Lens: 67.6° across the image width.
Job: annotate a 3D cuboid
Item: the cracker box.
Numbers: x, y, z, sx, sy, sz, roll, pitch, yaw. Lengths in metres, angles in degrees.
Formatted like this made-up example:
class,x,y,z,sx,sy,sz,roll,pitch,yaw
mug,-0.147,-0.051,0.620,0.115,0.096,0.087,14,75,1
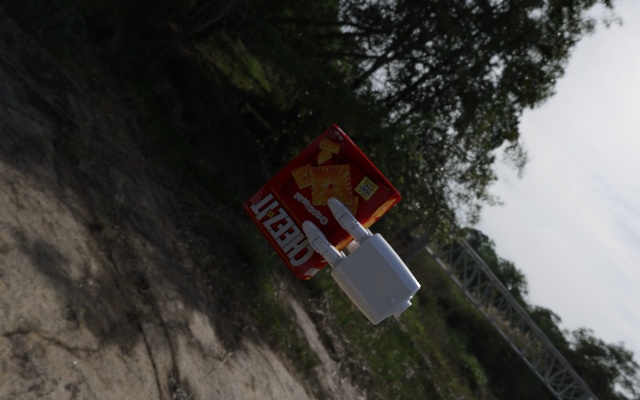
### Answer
class,x,y,z,sx,sy,sz,roll,pitch,yaw
cracker box,0.000,0.003,0.799,0.214,0.164,0.072,-41,-18,5
